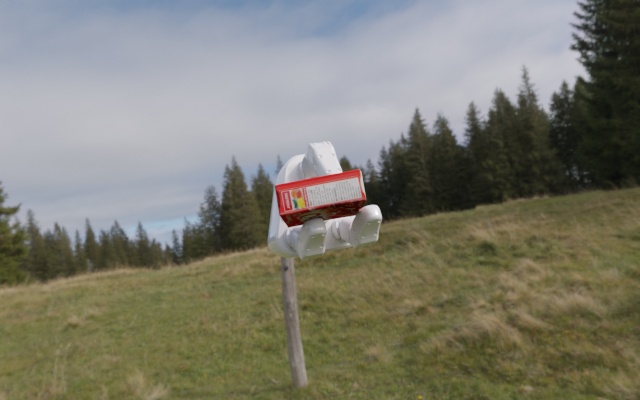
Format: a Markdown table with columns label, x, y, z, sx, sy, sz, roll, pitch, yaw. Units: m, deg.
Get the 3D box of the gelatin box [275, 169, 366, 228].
| label | x | y | z | sx | sy | sz | roll | pitch | yaw |
| --- | --- | --- | --- | --- | --- | --- | --- | --- | --- |
| gelatin box | 0.000 | 0.001 | 0.433 | 0.073 | 0.030 | 0.089 | -10 | -10 | -2 |
